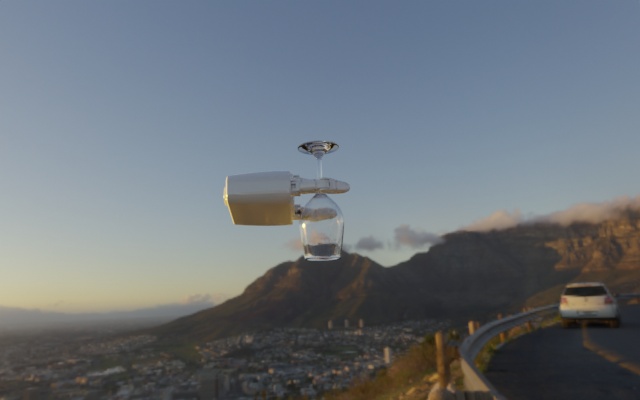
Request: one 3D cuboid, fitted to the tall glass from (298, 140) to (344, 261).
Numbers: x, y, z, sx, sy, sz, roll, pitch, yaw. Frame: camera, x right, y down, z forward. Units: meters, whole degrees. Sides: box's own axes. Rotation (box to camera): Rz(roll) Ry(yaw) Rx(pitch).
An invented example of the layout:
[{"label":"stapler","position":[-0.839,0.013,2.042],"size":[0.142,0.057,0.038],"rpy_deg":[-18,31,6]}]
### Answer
[{"label":"tall glass","position":[0.000,0.002,0.830],"size":[0.079,0.201,0.079],"rpy_deg":[-3,-12,-1]}]
